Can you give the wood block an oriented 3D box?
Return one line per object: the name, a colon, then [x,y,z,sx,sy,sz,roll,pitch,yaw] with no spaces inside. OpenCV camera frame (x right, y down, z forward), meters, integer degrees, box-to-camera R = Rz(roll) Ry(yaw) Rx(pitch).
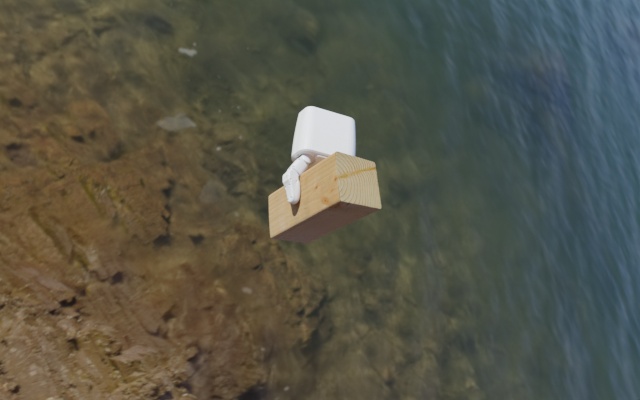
wood block: [0.000,0.002,0.851,0.091,0.090,0.206,12,-27,-36]
